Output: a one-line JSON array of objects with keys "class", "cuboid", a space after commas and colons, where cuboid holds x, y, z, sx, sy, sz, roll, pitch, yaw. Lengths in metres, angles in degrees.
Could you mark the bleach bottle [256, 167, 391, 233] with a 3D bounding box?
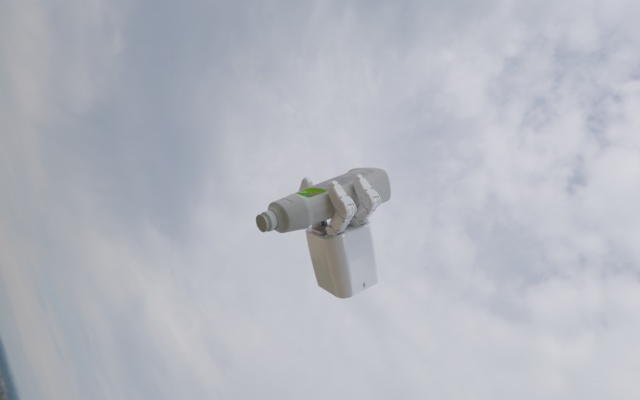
[{"class": "bleach bottle", "cuboid": [0.000, 0.003, 0.786, 0.251, 0.068, 0.102, -18, 13, -39]}]
